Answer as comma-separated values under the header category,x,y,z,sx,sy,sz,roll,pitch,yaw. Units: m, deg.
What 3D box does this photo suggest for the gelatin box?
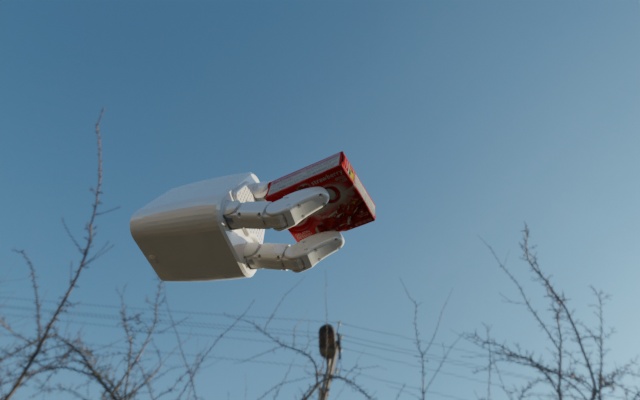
category,x,y,z,sx,sy,sz,roll,pitch,yaw
gelatin box,0.000,0.001,0.477,0.089,0.073,0.030,-22,31,20
